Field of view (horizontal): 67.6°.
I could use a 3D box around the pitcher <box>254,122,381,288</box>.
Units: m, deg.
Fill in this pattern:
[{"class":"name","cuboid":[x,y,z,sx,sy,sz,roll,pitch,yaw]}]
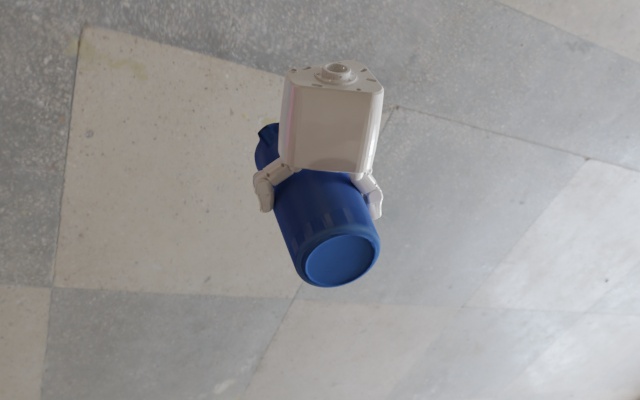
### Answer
[{"class":"pitcher","cuboid":[0.000,0.002,0.660,0.149,0.145,0.242,-5,40,-15]}]
